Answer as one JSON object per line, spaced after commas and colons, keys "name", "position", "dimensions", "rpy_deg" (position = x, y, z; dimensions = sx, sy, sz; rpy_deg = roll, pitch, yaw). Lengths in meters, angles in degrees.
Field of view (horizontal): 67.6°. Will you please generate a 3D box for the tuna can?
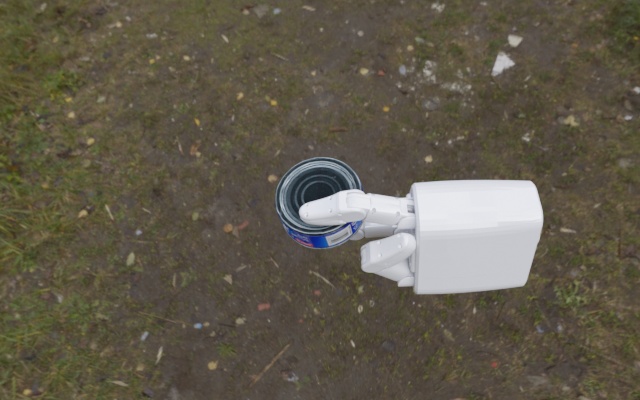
{"name": "tuna can", "position": [0.000, 0.001, 0.461], "dimensions": [0.086, 0.086, 0.034], "rpy_deg": [0, -28, 11]}
